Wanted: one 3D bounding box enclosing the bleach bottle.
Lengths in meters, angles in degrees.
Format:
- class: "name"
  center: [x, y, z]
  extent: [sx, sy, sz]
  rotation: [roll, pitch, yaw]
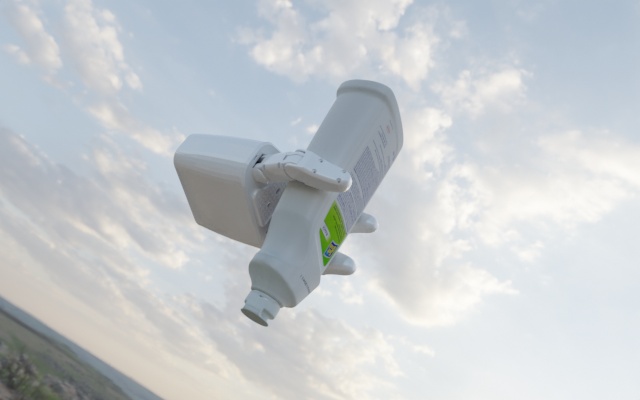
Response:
- class: "bleach bottle"
  center: [0.000, 0.002, 0.461]
  extent: [0.068, 0.250, 0.103]
  rotation: [14, -33, 31]
